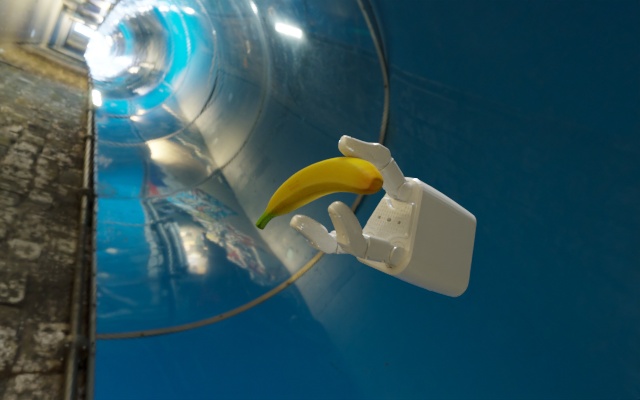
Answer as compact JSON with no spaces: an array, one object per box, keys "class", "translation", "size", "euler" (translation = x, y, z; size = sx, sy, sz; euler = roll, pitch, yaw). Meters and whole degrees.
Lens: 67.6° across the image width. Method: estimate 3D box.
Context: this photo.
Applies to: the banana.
[{"class":"banana","translation":[0.002,-0.013,0.523],"size":[0.037,0.069,0.198],"euler":[31,-33,-29]}]
